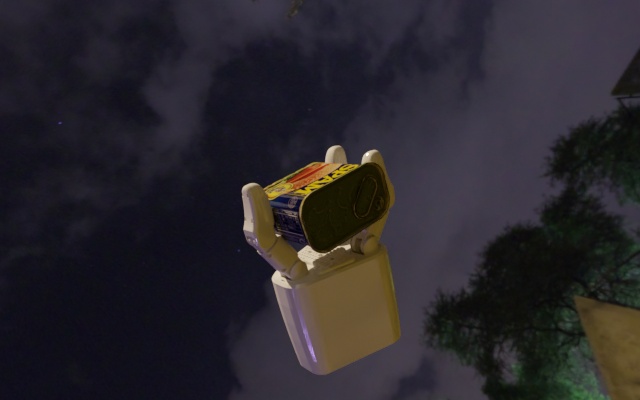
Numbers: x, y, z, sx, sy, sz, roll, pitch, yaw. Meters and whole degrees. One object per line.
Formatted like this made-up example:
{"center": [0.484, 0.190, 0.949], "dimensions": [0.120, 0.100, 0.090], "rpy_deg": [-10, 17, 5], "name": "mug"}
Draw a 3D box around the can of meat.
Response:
{"center": [0.000, 0.001, 0.456], "dimensions": [0.102, 0.057, 0.084], "rpy_deg": [-29, 22, -32], "name": "can of meat"}
